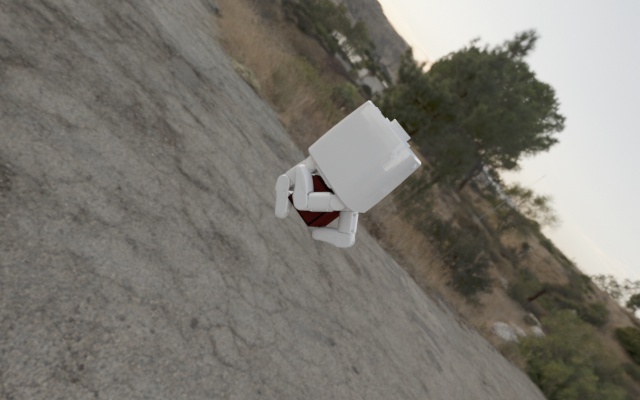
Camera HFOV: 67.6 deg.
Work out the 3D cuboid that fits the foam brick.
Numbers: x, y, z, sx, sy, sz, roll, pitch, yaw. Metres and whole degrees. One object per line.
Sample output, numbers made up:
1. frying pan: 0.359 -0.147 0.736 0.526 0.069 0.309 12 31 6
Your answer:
1. foam brick: 0.000 0.002 0.675 0.051 0.053 0.078 -38 -13 13
